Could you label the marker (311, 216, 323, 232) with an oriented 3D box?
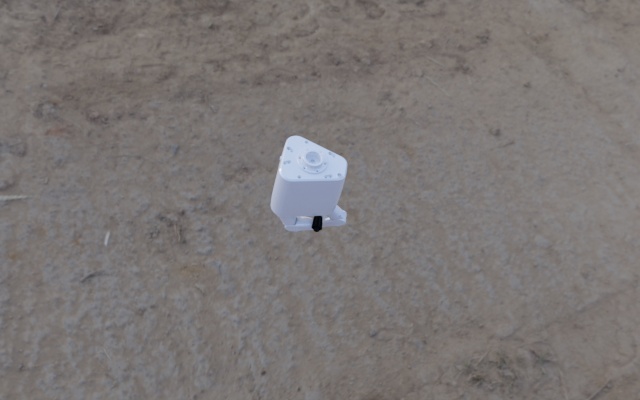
[{"bbox_3d":[0.000,0.003,0.858,0.020,0.121,0.020,6,-34,4],"label":"marker"}]
